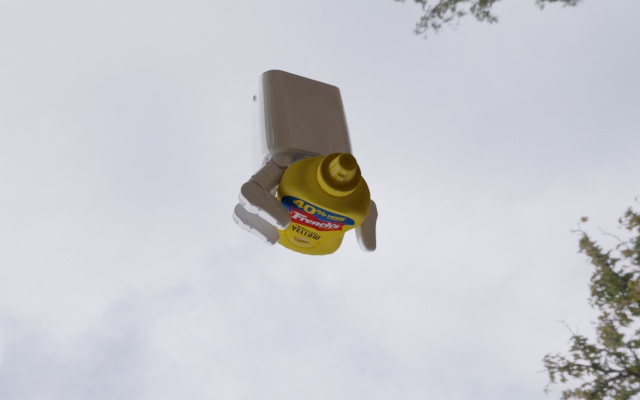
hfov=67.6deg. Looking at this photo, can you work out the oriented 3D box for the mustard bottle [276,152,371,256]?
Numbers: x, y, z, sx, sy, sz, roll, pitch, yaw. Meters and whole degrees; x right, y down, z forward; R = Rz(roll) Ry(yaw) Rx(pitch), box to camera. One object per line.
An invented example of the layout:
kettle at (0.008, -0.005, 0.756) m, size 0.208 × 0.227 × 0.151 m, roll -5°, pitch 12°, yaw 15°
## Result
mustard bottle at (0.000, 0.002, 0.505) m, size 0.096 × 0.058 × 0.192 m, roll 23°, pitch -27°, yaw -6°
